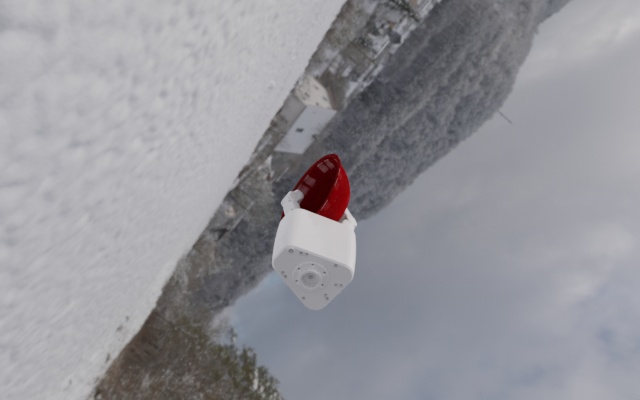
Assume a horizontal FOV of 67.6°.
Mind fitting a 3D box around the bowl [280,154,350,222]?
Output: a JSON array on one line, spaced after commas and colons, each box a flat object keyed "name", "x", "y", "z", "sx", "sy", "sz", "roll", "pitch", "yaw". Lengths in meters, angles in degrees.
[{"name": "bowl", "x": 0.001, "y": 0.002, "z": 0.807, "sx": 0.055, "sy": 0.162, "sz": 0.162, "roll": 33, "pitch": -14, "yaw": -23}]
